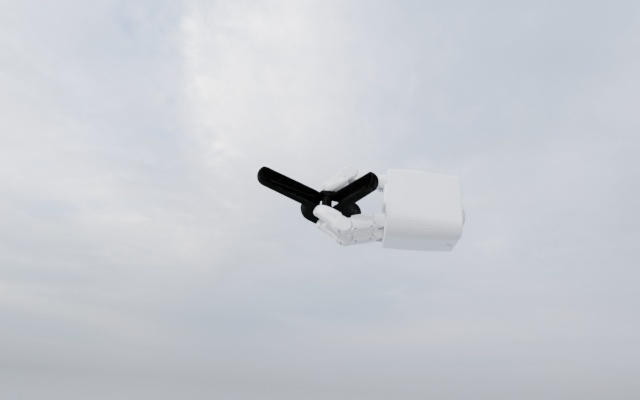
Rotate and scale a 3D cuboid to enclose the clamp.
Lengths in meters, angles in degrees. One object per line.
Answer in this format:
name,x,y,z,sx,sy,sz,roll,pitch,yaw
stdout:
clamp,0.001,0.002,0.713,0.164,0.036,0.210,7,-21,7
